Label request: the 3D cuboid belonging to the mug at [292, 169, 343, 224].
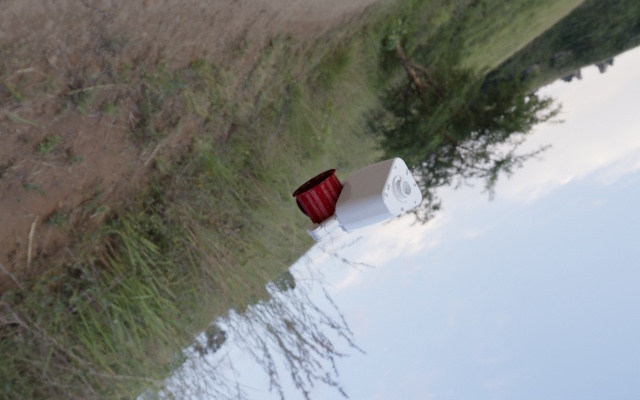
[{"bbox_3d":[-0.001,0.003,0.887,0.117,0.081,0.093,-19,17,44],"label":"mug"}]
